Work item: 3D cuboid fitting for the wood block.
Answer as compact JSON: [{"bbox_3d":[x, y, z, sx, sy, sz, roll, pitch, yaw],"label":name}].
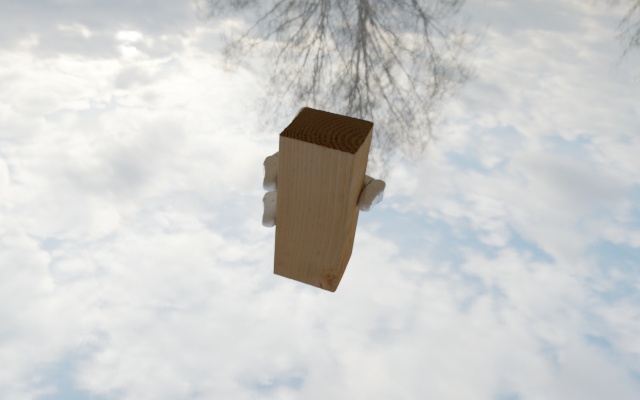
[{"bbox_3d":[0.001,0.002,0.601,0.091,0.206,0.090,15,36,13],"label":"wood block"}]
